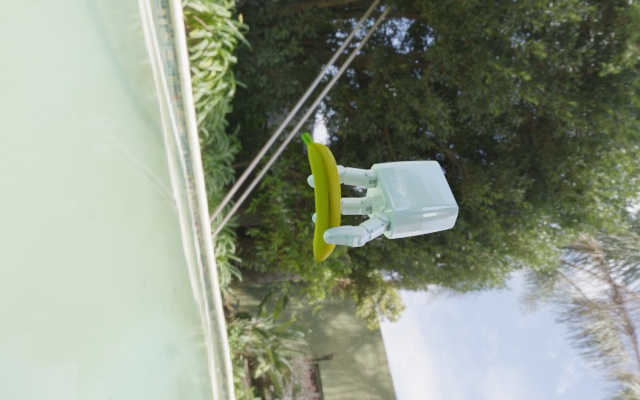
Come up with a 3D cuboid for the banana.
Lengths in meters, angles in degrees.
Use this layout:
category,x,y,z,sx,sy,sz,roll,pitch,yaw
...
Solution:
category,x,y,z,sx,sy,sz,roll,pitch,yaw
banana,0.006,0.003,0.687,0.037,0.198,0.069,-9,16,-17
